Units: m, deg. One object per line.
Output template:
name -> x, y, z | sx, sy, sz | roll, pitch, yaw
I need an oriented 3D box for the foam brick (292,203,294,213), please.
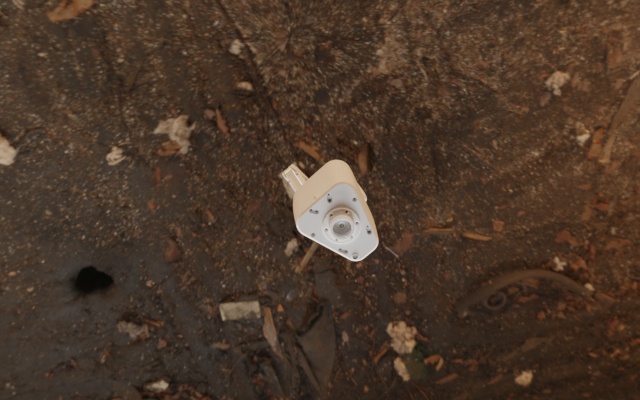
foam brick -> 0.000, 0.003, 0.747 | 0.078, 0.053, 0.051 | -41, 15, 10
